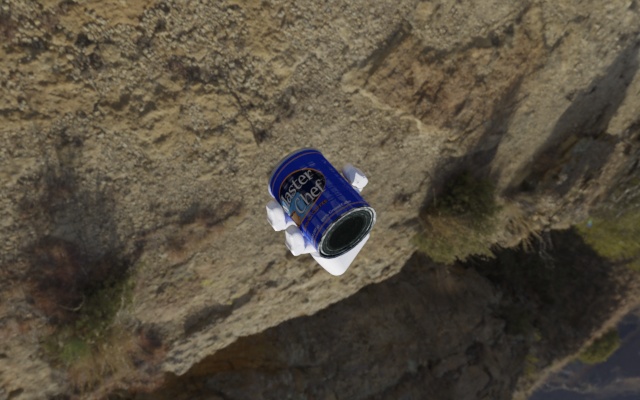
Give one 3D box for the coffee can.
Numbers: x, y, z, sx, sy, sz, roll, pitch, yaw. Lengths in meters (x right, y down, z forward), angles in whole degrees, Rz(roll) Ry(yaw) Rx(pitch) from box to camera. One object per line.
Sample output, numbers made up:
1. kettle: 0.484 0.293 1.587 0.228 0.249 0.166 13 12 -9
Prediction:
1. coffee can: 0.000 0.002 0.713 0.103 0.103 0.140 0 40 -47
